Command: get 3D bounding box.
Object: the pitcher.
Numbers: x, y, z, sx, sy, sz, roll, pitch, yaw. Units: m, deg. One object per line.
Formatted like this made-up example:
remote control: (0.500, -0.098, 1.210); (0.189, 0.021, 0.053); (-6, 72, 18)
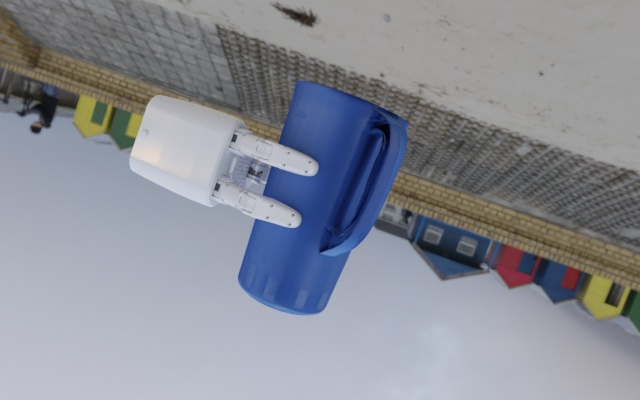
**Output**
pitcher: (0.000, 0.002, 0.530); (0.145, 0.243, 0.149); (21, 5, 11)
